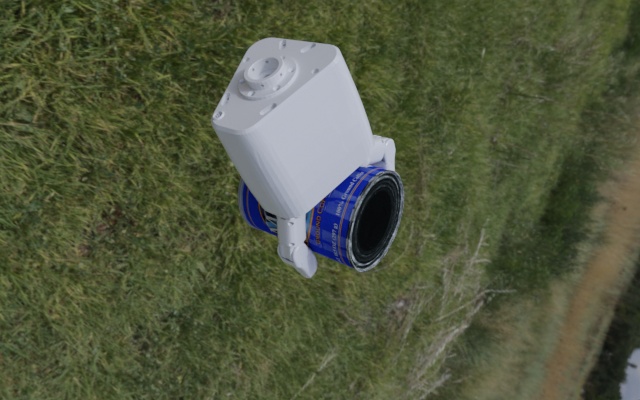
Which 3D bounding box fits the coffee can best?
[{"bbox_3d":[0.000,0.002,0.495,0.140,0.103,0.103,19,10,32],"label":"coffee can"}]
